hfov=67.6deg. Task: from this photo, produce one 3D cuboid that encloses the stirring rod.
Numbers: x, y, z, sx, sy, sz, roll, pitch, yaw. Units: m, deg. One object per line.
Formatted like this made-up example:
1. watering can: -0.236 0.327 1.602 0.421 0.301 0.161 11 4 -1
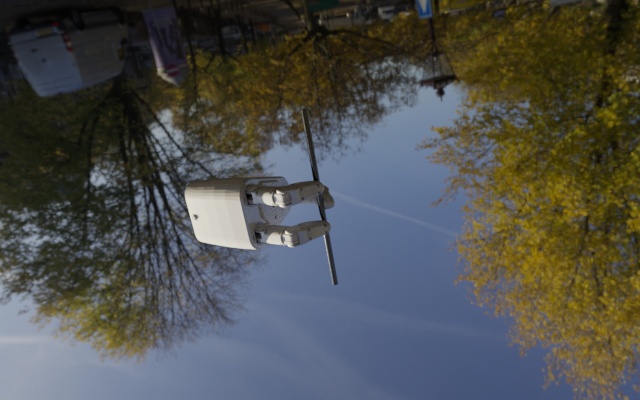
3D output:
1. stirring rod: 0.000 0.002 0.618 0.011 0.240 0.011 -9 19 3
